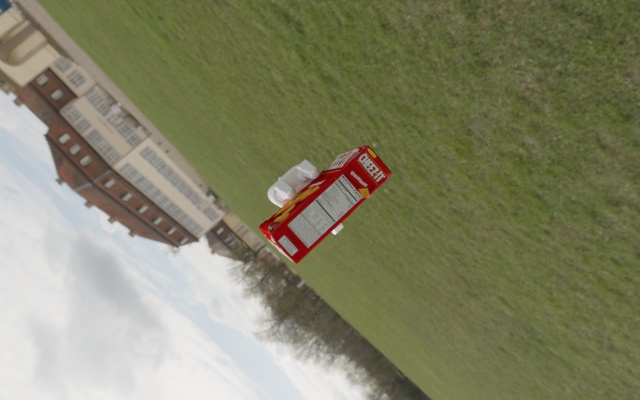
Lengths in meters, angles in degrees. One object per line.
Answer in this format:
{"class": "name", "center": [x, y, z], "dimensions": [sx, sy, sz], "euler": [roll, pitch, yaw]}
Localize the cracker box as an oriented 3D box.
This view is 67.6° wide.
{"class": "cracker box", "center": [0.000, 0.003, 0.814], "dimensions": [0.213, 0.072, 0.164], "euler": [-43, 10, -9]}
